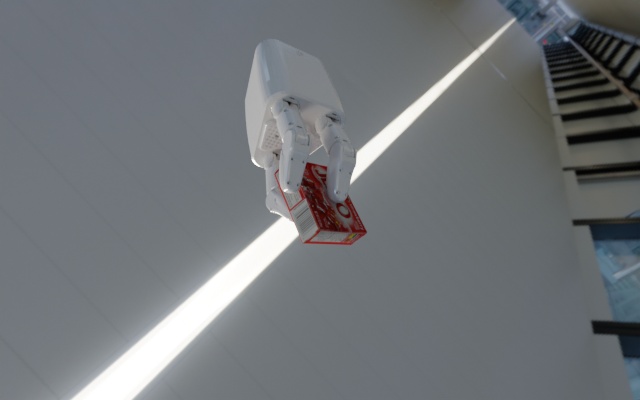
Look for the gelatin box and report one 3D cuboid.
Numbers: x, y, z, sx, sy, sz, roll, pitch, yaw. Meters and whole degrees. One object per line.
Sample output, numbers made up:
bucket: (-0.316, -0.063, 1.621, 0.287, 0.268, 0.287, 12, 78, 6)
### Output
gelatin box: (0.000, 0.002, 0.493, 0.073, 0.089, 0.030, 8, -41, -46)
